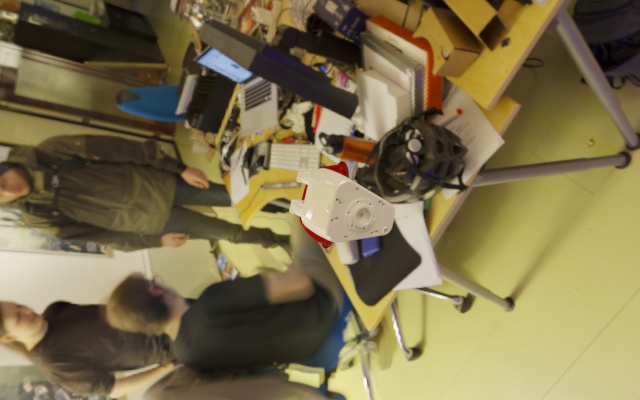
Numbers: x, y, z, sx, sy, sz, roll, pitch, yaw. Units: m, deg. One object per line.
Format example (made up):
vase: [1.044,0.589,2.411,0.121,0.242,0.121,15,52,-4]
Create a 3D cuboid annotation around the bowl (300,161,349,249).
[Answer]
bowl: [-0.001,0.003,0.864,0.055,0.162,0.162,12,-3,-12]
